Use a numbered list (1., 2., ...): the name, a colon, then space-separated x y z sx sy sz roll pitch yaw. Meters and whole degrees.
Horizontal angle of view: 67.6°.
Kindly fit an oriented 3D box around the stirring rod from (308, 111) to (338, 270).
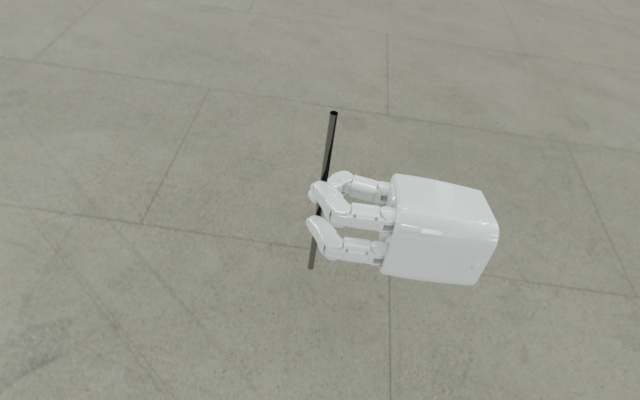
1. stirring rod: 0.000 0.002 0.542 0.011 0.240 0.011 4 44 -4
